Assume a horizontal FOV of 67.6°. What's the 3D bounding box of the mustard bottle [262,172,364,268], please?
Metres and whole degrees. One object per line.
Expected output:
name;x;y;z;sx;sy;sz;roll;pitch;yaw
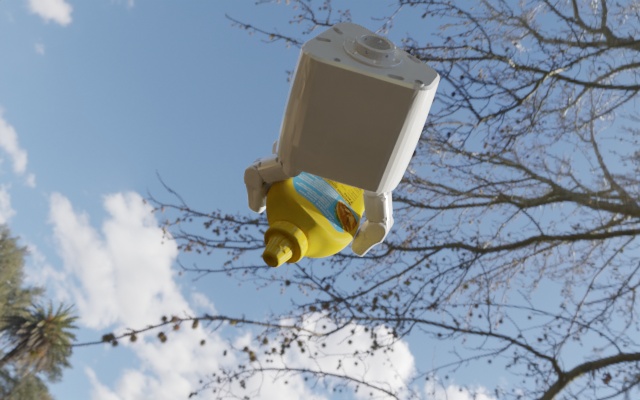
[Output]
mustard bottle;0.000;0.002;0.485;0.058;0.096;0.191;-40;6;43
